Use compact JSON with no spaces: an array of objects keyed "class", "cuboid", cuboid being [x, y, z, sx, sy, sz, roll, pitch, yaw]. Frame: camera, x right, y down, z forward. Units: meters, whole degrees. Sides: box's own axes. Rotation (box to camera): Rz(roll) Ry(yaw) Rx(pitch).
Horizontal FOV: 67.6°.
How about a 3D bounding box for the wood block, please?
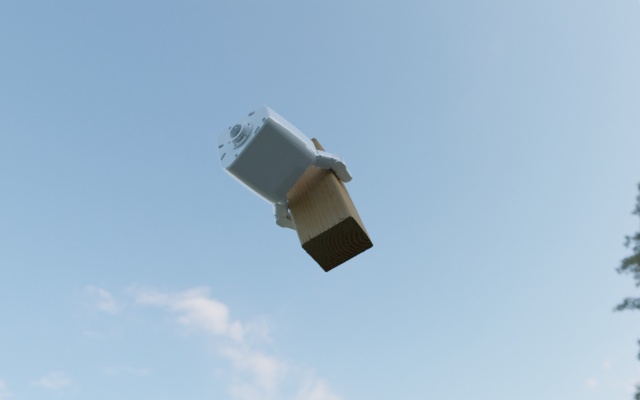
[{"class":"wood block","cuboid":[0.000,0.002,0.795,0.091,0.206,0.090,-30,-46,8]}]
